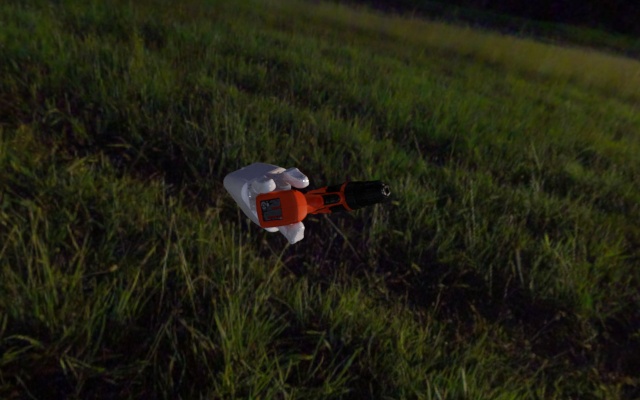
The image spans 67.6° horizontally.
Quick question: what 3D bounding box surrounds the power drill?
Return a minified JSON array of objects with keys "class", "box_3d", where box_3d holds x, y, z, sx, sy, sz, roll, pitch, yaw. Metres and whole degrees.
[{"class":"power drill","box_3d":[0.000,0.003,0.811,0.184,0.057,0.187,-12,-2,43]}]
